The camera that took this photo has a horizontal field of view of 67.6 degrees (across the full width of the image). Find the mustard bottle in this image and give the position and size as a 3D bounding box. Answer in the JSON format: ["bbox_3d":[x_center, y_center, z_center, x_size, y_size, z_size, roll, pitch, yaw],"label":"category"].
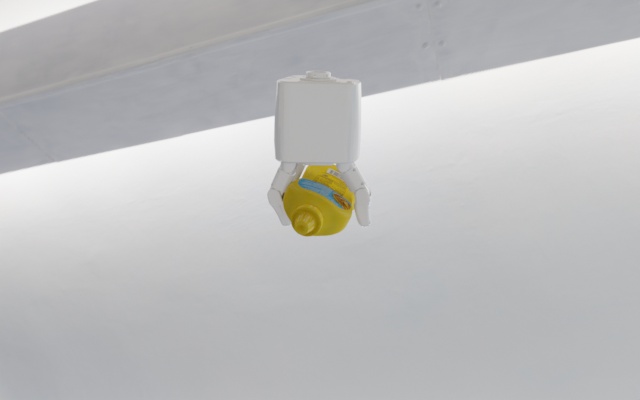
[{"bbox_3d":[0.000,0.002,0.670,0.096,0.058,0.191,30,24,3],"label":"mustard bottle"}]
